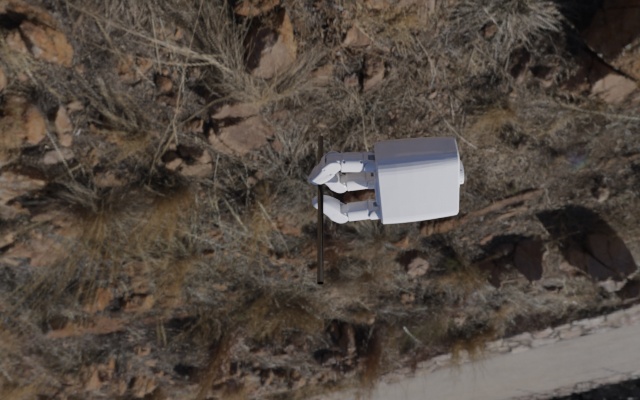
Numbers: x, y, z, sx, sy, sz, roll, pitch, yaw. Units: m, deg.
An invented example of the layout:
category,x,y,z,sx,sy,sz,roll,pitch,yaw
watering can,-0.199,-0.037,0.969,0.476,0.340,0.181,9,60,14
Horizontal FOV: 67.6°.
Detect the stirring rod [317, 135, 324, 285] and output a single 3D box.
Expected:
category,x,y,z,sx,sy,sz,roll,pitch,yaw
stirring rod,0.000,0.002,0.641,0.011,0.239,0.011,0,-36,0
